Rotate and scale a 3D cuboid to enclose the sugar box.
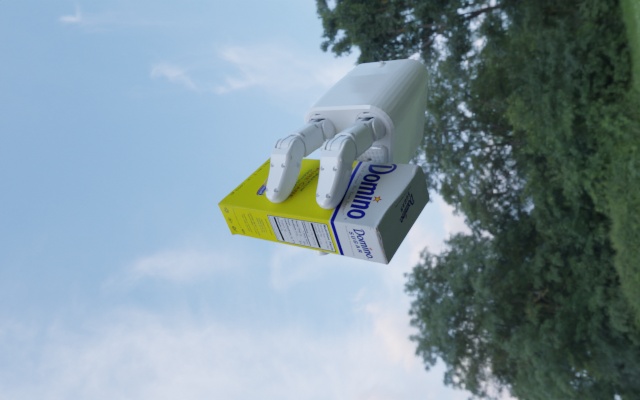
[{"bbox_3d":[0.000,0.001,0.442,0.176,0.048,0.093,4,38,36],"label":"sugar box"}]
